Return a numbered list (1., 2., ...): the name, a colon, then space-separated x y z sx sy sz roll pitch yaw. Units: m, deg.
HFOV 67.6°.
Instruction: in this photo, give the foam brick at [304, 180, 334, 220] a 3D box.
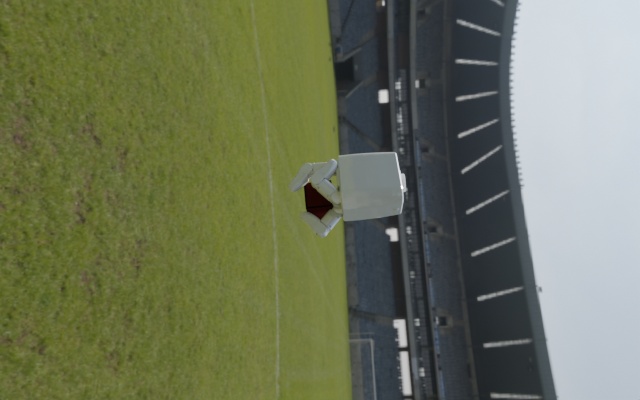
1. foam brick: 0.000 0.003 0.894 0.051 0.053 0.078 -7 -22 3
